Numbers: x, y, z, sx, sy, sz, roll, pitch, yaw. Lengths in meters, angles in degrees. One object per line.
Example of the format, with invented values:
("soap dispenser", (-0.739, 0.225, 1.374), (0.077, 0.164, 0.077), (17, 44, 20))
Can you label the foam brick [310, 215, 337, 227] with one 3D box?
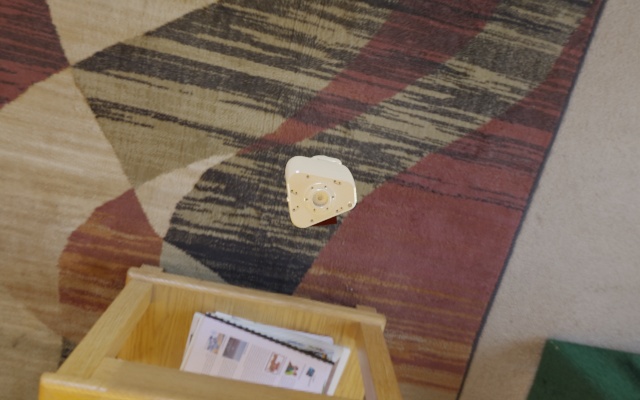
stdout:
("foam brick", (0.000, 0.003, 0.869), (0.053, 0.078, 0.051), (-6, 16, -2))
